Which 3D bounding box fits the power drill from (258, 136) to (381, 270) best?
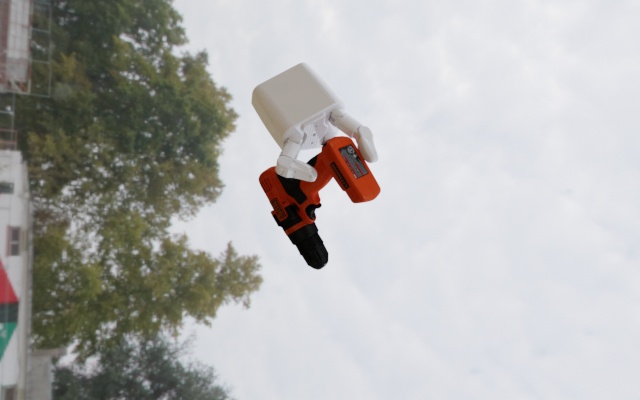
[{"bbox_3d":[0.000,0.002,0.730,0.188,0.184,0.057,-32,-2,41],"label":"power drill"}]
